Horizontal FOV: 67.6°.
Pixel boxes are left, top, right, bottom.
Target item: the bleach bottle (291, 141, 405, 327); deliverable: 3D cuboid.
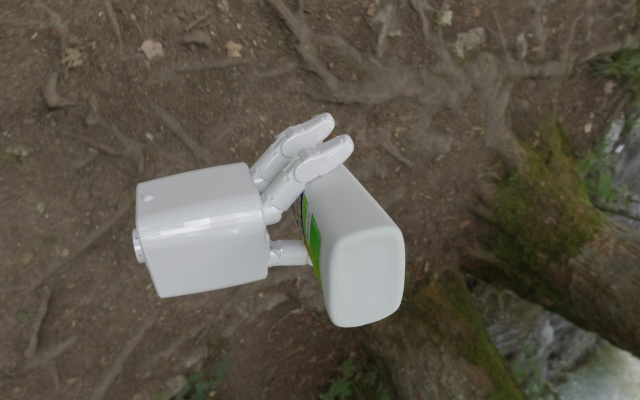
[{"bbox_3d":[0.000,0.001,0.478,0.068,0.103,0.250,-11,33,-14],"label":"bleach bottle"}]
